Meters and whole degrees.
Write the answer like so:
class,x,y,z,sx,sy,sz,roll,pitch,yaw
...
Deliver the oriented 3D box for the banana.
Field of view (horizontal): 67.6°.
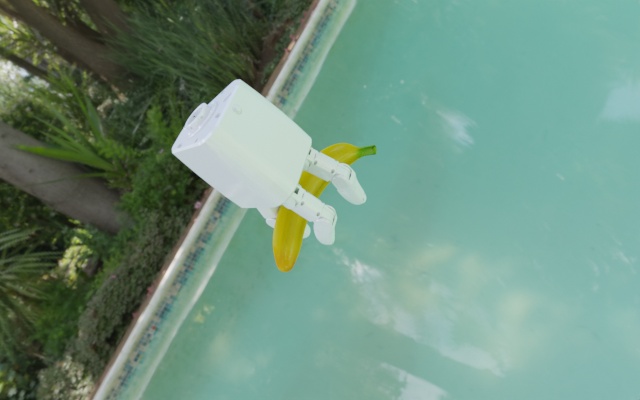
class,x,y,z,sx,sy,sz,roll,pitch,yaw
banana,-0.011,-0.005,0.588,0.069,0.197,0.037,18,-24,44
